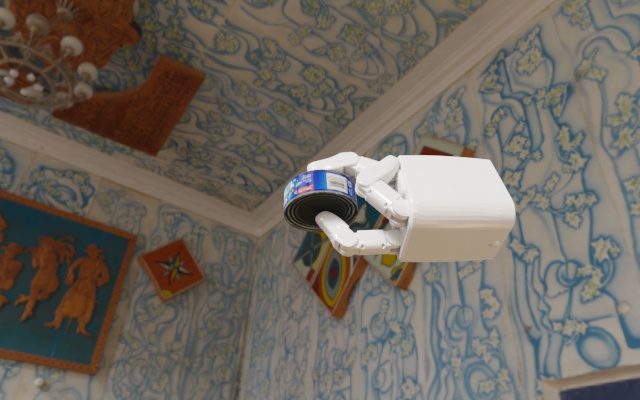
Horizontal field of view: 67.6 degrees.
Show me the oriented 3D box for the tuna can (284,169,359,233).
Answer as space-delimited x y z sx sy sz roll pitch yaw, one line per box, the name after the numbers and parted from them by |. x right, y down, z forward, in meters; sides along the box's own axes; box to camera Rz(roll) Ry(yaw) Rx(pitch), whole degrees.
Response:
0.000 0.001 0.554 0.086 0.033 0.086 -2 -34 -2 | tuna can
